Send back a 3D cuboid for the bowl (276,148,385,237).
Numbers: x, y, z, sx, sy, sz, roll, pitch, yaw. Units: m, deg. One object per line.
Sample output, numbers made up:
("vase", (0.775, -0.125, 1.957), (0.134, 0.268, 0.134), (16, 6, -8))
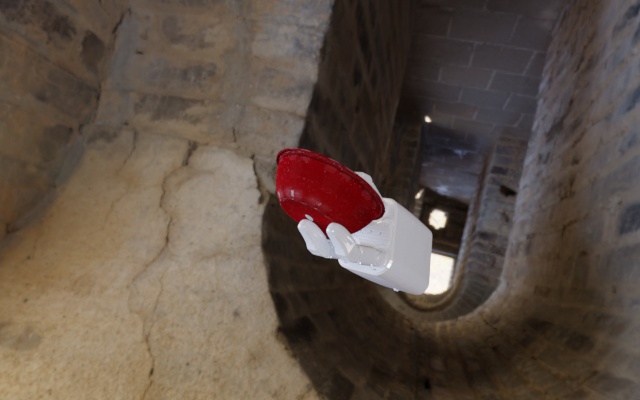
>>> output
("bowl", (-0.001, 0.002, 0.623), (0.162, 0.055, 0.162), (26, -20, 10))
